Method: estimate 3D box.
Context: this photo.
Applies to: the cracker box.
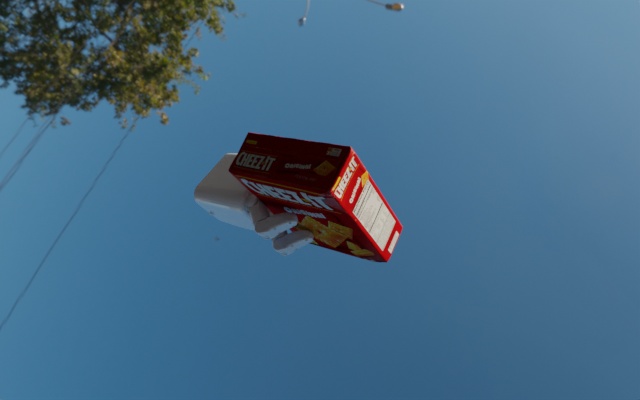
[{"bbox_3d":[0.000,0.002,0.660,0.164,0.072,0.214,12,-22,33],"label":"cracker box"}]
